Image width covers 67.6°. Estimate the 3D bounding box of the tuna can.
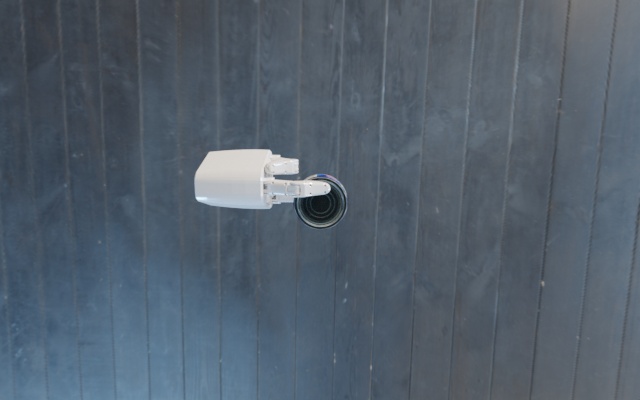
[{"bbox_3d":[0.000,0.003,0.749,0.086,0.086,0.033,0,9,0],"label":"tuna can"}]
